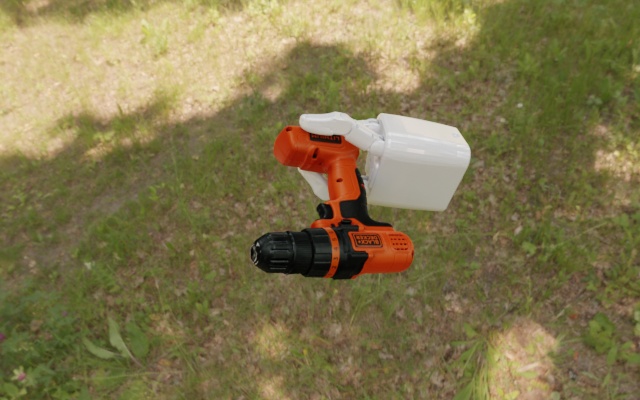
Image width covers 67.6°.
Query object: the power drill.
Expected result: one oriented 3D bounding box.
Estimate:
[{"bbox_3d":[0.000,0.001,0.539,0.184,0.187,0.057,4,-38,-28],"label":"power drill"}]
